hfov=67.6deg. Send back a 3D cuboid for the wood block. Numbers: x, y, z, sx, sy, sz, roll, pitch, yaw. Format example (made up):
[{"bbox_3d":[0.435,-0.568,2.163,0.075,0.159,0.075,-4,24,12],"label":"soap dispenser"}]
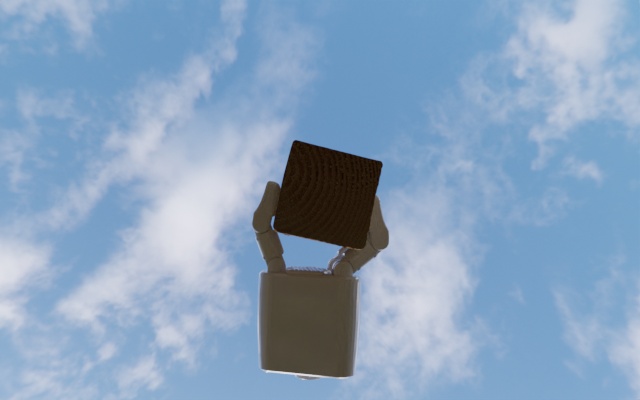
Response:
[{"bbox_3d":[0.000,0.002,0.548,0.091,0.090,0.206,13,-5,-4],"label":"wood block"}]
